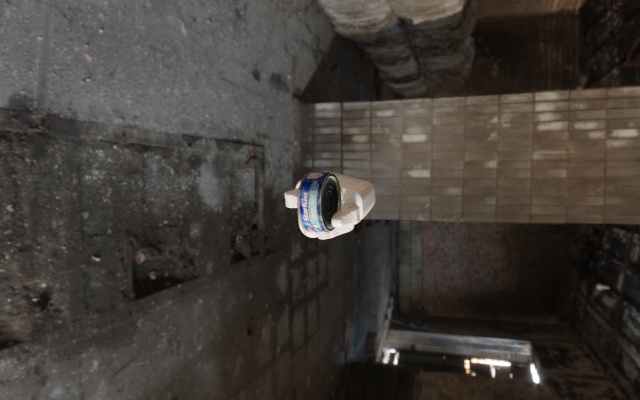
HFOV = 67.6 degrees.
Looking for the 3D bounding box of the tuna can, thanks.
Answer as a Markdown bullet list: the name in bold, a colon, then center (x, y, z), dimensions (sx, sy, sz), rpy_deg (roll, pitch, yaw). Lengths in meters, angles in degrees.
- **tuna can**: center (0.001, 0.002, 0.669), dimensions (0.034, 0.086, 0.086), rpy_deg (2, 1, 22)
